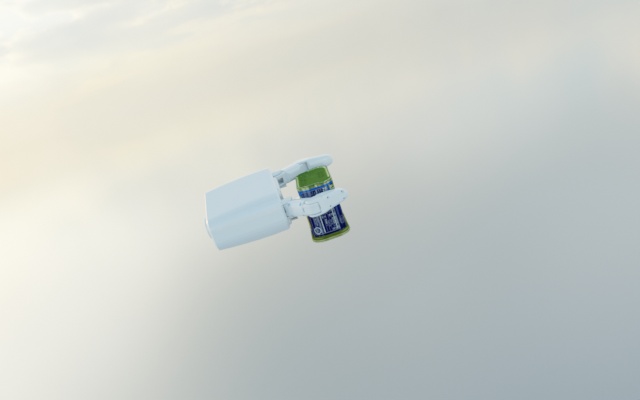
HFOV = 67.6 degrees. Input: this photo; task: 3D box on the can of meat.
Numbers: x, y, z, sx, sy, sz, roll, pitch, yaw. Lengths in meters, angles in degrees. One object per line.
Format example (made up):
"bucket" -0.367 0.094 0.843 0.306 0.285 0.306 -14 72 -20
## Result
"can of meat" 0.000 0.002 0.701 0.057 0.084 0.102 -19 17 0
